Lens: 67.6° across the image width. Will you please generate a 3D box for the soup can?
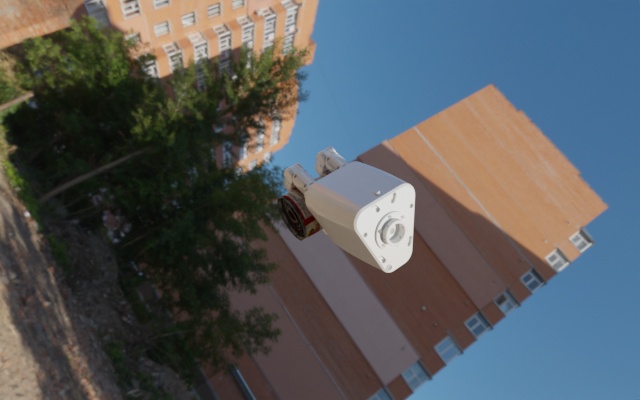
[{"bbox_3d":[0.000,0.002,0.671,0.102,0.068,0.068,-30,12,-22],"label":"soup can"}]
